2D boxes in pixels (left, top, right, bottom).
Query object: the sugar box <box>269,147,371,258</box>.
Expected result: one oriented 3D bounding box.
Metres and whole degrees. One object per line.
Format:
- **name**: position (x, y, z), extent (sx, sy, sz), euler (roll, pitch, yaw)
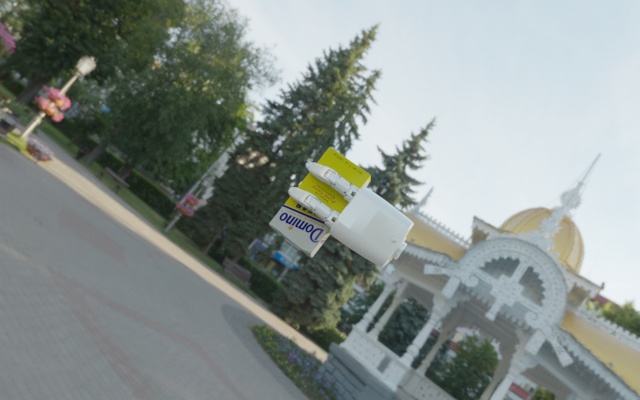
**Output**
- **sugar box**: position (0.000, 0.003, 0.840), extent (0.093, 0.176, 0.048), euler (35, -10, 12)
